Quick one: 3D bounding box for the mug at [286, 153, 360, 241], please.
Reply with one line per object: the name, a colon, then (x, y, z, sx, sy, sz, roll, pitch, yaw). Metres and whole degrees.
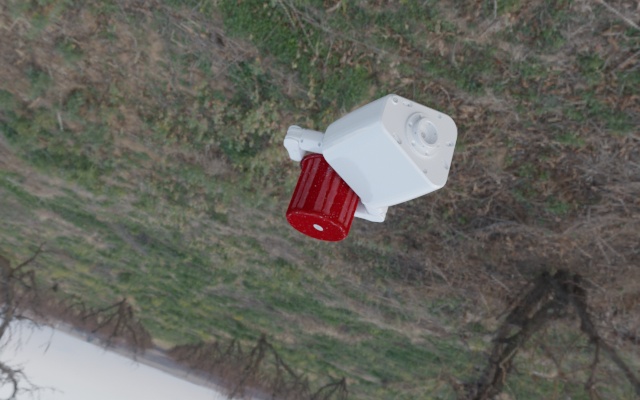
mug: (-0.001, 0.002, 0.614, 0.093, 0.081, 0.117, 29, -26, -21)
